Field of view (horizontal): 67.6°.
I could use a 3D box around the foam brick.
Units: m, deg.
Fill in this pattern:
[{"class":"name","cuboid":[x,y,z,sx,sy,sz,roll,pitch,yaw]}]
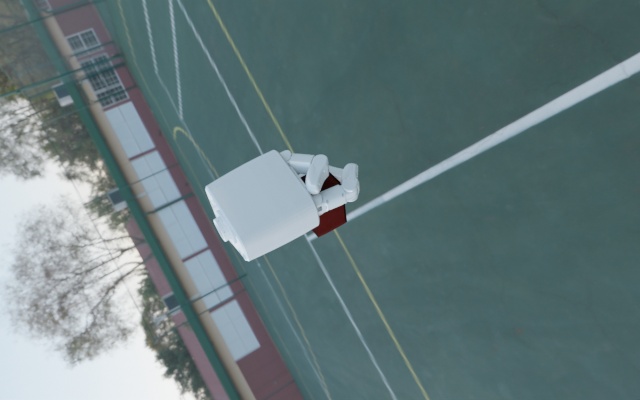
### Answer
[{"class":"foam brick","cuboid":[0.000,0.002,0.673,0.051,0.078,0.053,-29,49,-18]}]
